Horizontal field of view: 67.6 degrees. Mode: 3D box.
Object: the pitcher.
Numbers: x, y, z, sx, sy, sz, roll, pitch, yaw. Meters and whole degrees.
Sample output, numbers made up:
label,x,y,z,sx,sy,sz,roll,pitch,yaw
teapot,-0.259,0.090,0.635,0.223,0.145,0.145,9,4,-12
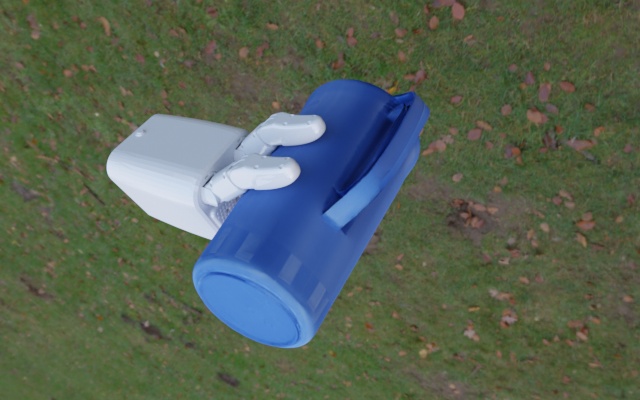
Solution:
label,x,y,z,sx,sy,sz,roll,pitch,yaw
pitcher,0.000,0.001,0.431,0.145,0.149,0.242,16,49,19
